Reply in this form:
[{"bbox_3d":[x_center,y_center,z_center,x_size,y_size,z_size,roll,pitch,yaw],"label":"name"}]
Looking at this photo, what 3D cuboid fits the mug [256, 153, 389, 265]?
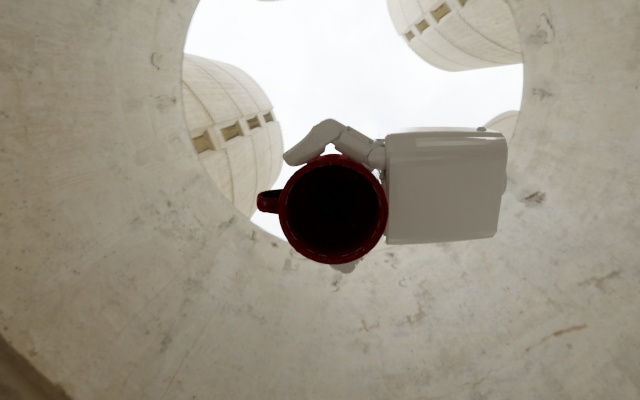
[{"bbox_3d":[-0.001,0.001,0.439,0.117,0.093,0.081,-1,13,3],"label":"mug"}]
